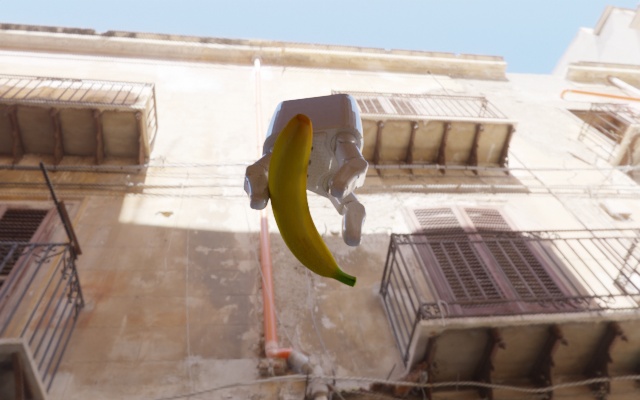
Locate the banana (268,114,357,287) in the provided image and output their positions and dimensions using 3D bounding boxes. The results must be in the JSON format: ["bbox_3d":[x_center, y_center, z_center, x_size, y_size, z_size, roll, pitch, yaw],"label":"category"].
[{"bbox_3d":[-0.017,0.007,0.474,0.069,0.198,0.037,-7,33,17],"label":"banana"}]
